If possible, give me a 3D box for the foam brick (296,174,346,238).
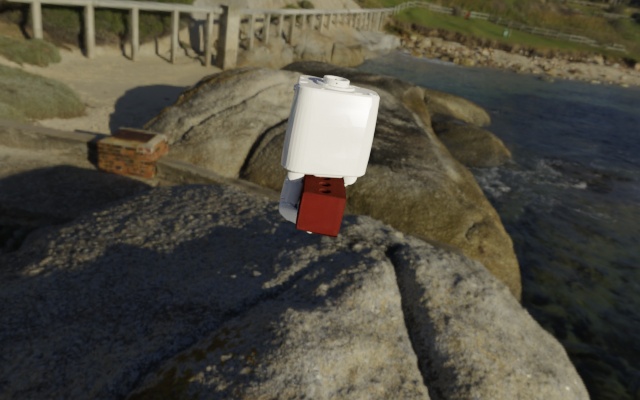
[{"bbox_3d":[0.000,0.002,0.593,0.053,0.051,0.078,11,23,-5],"label":"foam brick"}]
